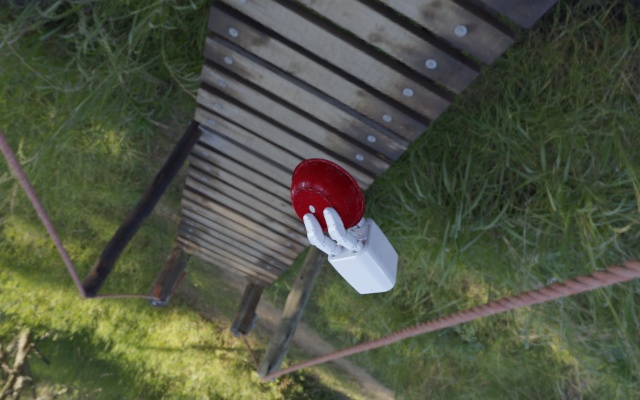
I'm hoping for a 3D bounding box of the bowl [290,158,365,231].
[{"bbox_3d":[-0.001,0.002,0.897,0.162,0.162,0.055,0,32,37],"label":"bowl"}]
